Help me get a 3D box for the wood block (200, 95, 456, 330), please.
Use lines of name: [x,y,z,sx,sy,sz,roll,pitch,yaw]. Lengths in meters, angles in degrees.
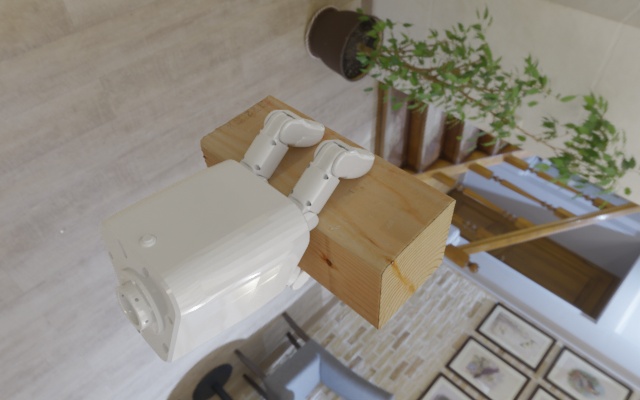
wood block: [0.000,0.002,0.419,0.206,0.091,0.090,35,60,29]
